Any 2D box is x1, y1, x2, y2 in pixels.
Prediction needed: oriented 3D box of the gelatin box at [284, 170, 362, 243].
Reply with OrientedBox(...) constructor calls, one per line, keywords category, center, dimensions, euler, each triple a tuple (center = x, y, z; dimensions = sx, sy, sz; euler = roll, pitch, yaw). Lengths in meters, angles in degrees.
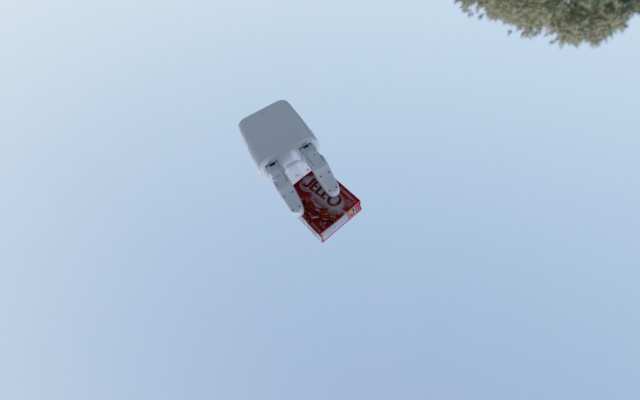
OrientedBox(category="gelatin box", center=(0.000, 0.003, 0.652), dimensions=(0.089, 0.073, 0.030), euler=(44, -14, 29))
